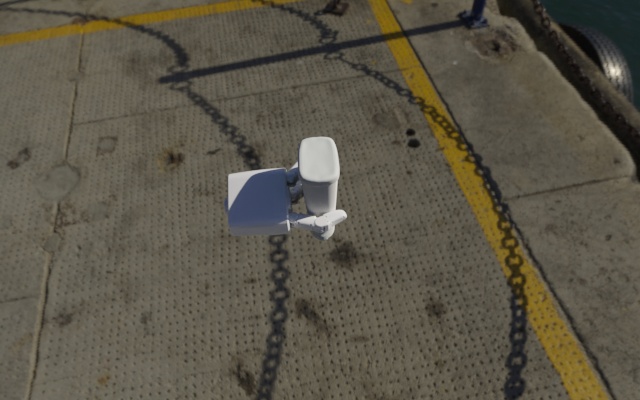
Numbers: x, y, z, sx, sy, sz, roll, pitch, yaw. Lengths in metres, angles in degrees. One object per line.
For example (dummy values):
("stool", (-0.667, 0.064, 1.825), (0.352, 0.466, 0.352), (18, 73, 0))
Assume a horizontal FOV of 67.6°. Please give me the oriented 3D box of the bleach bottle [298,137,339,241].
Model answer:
("bleach bottle", (0.000, 0.003, 0.879), (0.068, 0.102, 0.251), (-4, -37, 0))
